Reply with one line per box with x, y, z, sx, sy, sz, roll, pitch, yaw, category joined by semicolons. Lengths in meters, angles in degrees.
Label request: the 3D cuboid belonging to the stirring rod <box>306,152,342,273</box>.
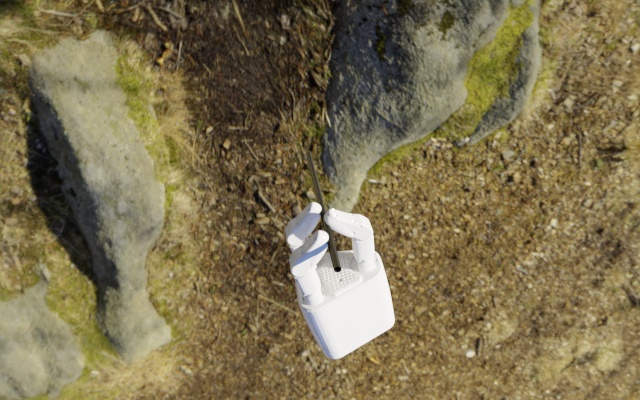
0.000;0.002;0.577;0.011;0.011;0.239;0;34;-10;stirring rod
